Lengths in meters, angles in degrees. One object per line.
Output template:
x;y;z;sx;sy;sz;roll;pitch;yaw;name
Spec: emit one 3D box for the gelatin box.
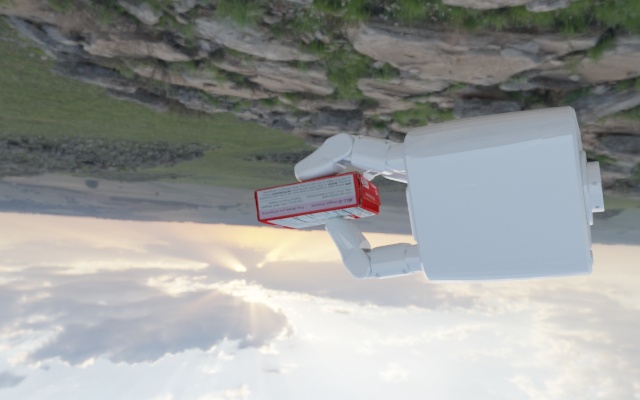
0.000;0.002;0.403;0.089;0.030;0.073;-11;-10;17;gelatin box
